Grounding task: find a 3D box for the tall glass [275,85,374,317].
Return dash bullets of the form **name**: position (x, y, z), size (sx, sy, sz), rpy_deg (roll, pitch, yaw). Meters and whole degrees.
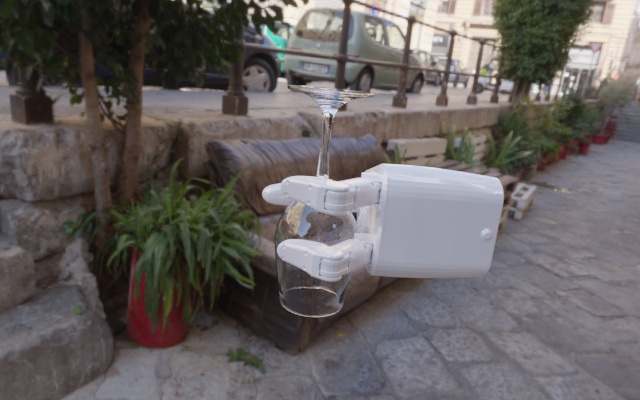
- **tall glass**: position (0.000, 0.001, 0.433), size (0.079, 0.201, 0.079), rpy_deg (5, 15, -1)
